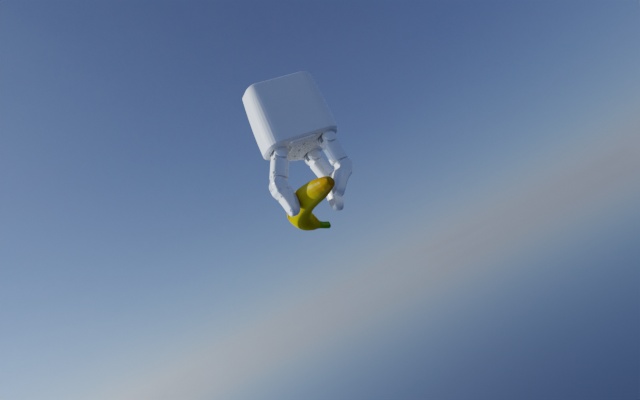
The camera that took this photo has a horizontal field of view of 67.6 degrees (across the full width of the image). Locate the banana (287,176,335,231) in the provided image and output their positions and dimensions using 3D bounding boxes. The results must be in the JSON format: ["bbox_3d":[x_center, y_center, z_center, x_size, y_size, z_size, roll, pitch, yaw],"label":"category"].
[{"bbox_3d":[-0.018,0.009,0.721,0.069,0.037,0.198,-17,-18,-7],"label":"banana"}]
